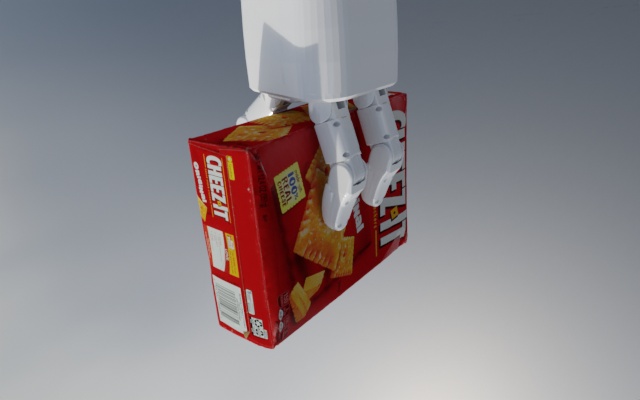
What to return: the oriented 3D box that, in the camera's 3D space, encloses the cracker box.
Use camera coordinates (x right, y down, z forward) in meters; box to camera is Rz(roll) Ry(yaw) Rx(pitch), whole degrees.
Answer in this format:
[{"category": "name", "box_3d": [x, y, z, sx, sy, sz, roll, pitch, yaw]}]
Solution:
[{"category": "cracker box", "box_3d": [0.000, 0.001, 0.422, 0.072, 0.164, 0.213, 14, 28, 36]}]
